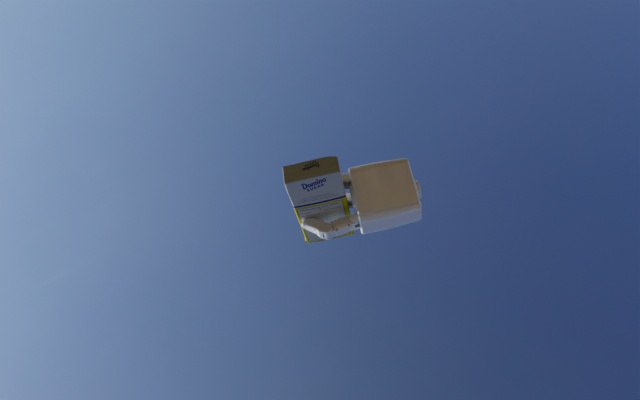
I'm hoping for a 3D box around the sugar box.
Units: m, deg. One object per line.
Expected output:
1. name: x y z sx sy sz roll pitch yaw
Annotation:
1. sugar box: 0.000 0.002 0.825 0.093 0.048 0.176 -12 -42 3
